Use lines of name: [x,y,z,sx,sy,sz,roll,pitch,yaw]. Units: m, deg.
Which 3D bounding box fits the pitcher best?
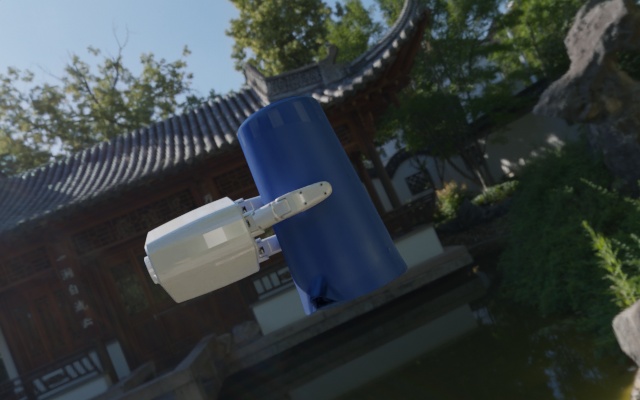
pitcher: [0.000,0.002,0.584,0.145,0.243,0.149,-23,-4,-13]
